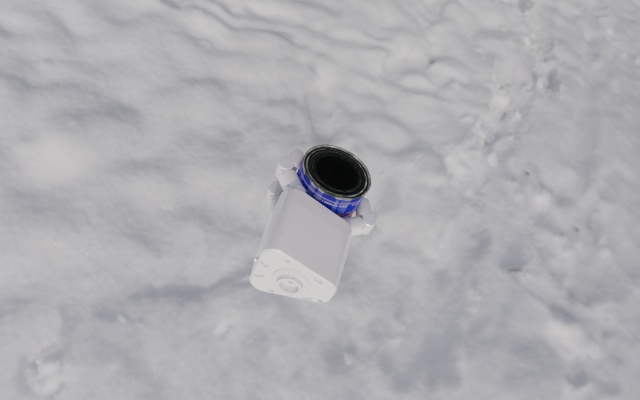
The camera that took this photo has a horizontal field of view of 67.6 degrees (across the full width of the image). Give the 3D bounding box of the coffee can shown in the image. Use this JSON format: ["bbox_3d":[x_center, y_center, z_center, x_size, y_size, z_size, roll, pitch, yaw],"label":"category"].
[{"bbox_3d":[0.000,0.002,0.709,0.103,0.102,0.140,0,-39,-26],"label":"coffee can"}]
